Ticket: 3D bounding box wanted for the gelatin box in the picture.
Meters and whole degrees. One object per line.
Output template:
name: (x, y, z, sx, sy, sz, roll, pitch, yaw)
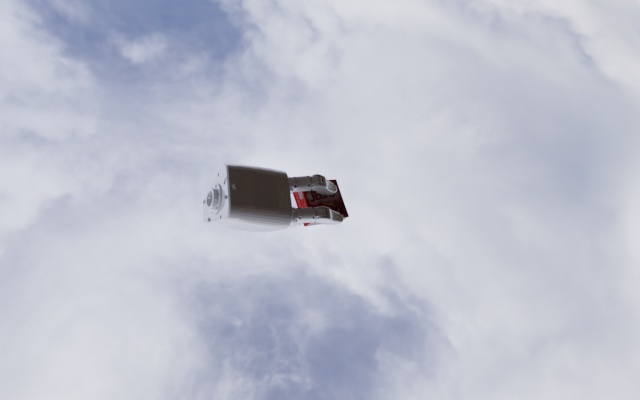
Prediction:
gelatin box: (0.000, 0.003, 0.818, 0.089, 0.073, 0.030, -4, -20, -43)
